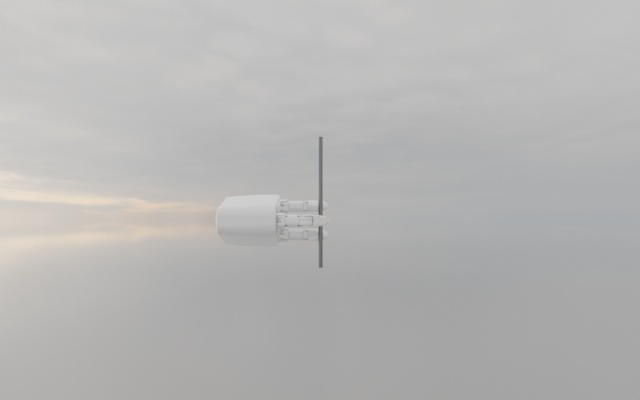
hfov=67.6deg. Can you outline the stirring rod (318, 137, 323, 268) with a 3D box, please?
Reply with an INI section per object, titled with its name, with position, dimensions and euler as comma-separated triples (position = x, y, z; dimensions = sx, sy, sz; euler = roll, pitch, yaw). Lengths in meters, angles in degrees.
[stirring rod]
position = 0.000, 0.003, 0.878
dimensions = 0.011, 0.239, 0.011
euler = 0, -2, 0
